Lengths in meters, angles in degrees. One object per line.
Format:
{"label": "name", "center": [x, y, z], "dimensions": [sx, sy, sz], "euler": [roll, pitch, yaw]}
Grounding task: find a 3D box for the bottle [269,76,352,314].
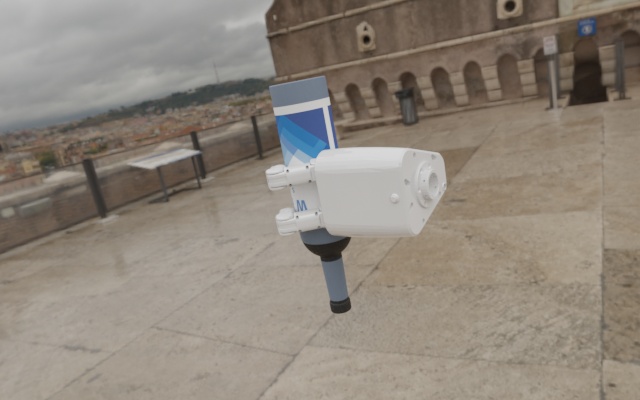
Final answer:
{"label": "bottle", "center": [0.000, 0.002, 0.589], "dimensions": [0.069, 0.296, 0.069], "euler": [-10, 14, 3]}
